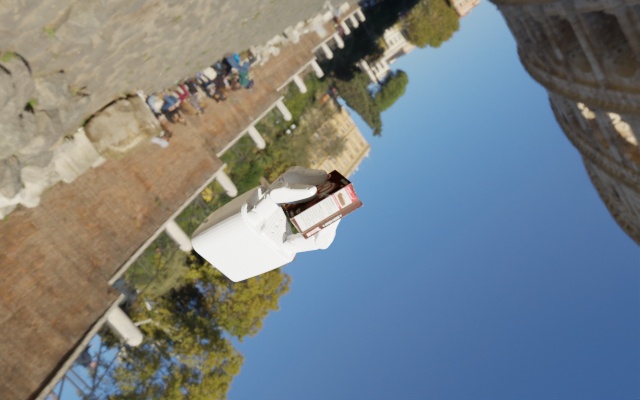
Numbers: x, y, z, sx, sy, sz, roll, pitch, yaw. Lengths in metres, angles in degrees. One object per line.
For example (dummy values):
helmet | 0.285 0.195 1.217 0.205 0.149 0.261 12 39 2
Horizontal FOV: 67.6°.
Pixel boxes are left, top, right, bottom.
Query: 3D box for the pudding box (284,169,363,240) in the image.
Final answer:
pudding box | 0.000 0.002 0.641 0.090 0.039 0.113 -32 17 -2
